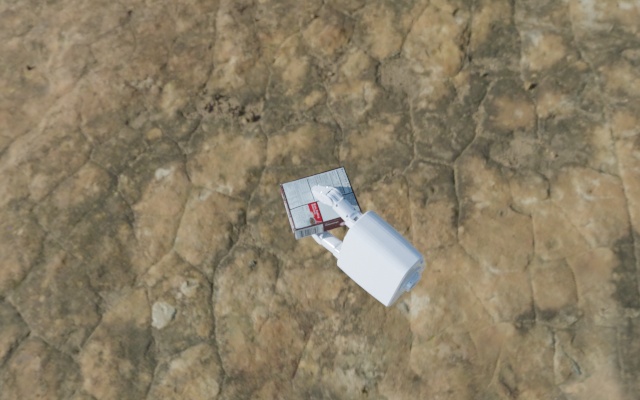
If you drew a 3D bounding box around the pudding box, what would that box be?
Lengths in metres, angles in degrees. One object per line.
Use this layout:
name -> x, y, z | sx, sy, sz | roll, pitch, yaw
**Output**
pudding box -> 0.000, 0.002, 0.771 | 0.113, 0.090, 0.039 | -15, -27, -8
